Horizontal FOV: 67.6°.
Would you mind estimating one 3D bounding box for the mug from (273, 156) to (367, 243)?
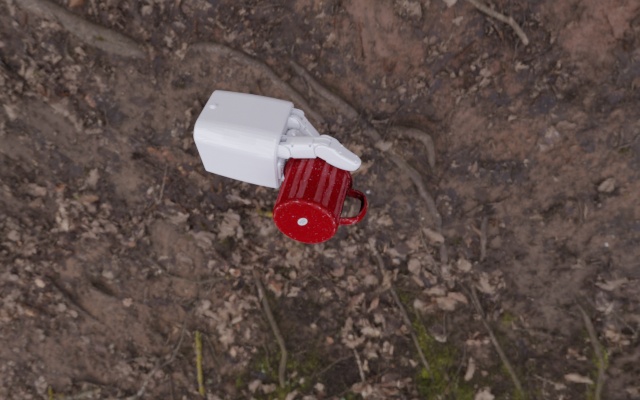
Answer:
[{"bbox_3d":[0.001,0.002,0.598,0.117,0.081,0.093,12,-41,4],"label":"mug"}]
